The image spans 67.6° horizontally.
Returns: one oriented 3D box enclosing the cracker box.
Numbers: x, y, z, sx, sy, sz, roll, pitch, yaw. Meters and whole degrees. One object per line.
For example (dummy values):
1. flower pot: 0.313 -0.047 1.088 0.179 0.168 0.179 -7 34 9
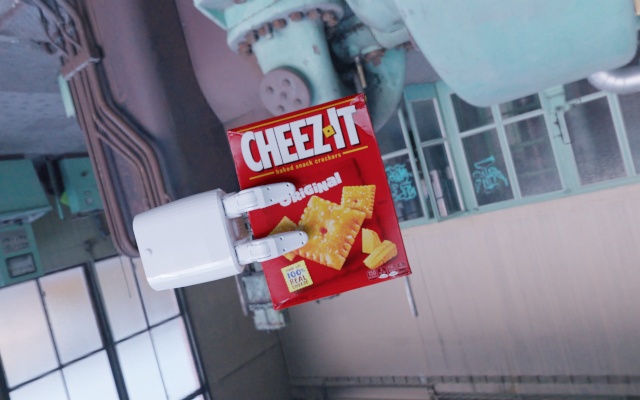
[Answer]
1. cracker box: 0.000 0.002 0.558 0.164 0.213 0.072 -15 1 4
